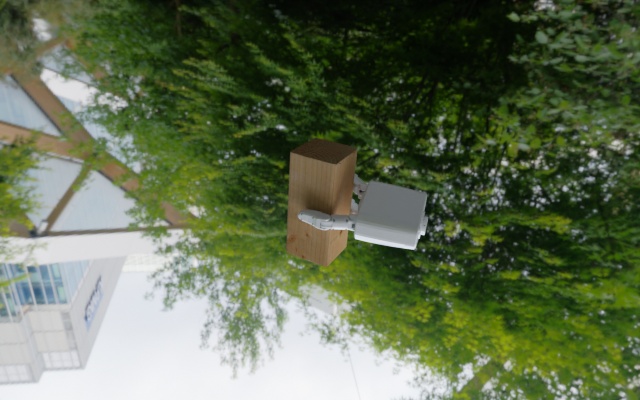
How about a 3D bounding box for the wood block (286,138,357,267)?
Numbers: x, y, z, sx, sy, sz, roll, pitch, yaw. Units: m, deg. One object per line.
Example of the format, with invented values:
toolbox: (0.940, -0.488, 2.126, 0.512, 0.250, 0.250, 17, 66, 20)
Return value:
wood block: (0.000, 0.003, 0.872, 0.090, 0.206, 0.090, 17, 30, 23)
